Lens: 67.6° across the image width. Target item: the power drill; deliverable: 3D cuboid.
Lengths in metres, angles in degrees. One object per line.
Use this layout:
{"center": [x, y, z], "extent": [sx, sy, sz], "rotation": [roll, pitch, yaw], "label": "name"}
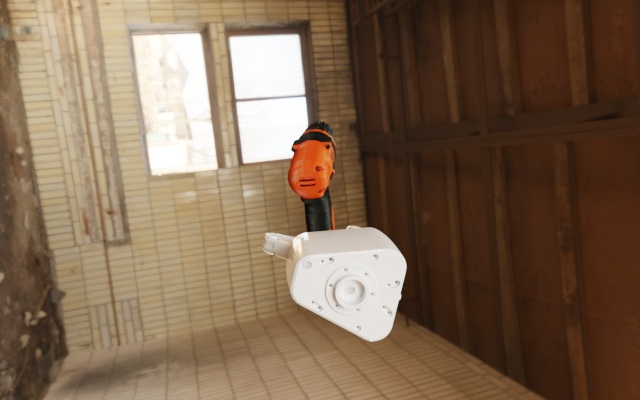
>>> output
{"center": [0.000, 0.003, 0.623], "extent": [0.057, 0.188, 0.184], "rotation": [-5, 25, 9], "label": "power drill"}
